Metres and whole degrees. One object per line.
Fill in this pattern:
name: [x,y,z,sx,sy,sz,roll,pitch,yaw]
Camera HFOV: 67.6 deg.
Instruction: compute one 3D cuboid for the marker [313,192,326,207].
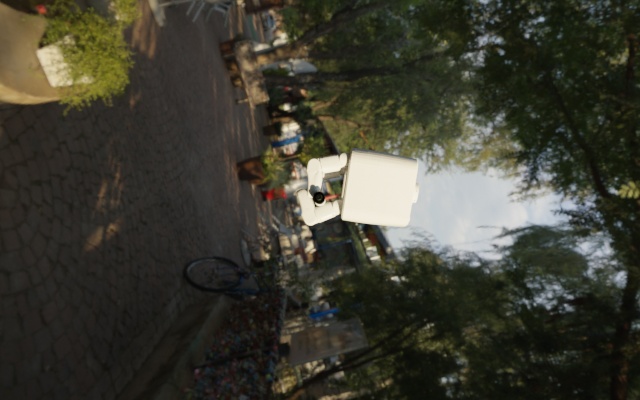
marker: [0.000,0.003,0.774,0.020,0.020,0.121,0,-7,2]
